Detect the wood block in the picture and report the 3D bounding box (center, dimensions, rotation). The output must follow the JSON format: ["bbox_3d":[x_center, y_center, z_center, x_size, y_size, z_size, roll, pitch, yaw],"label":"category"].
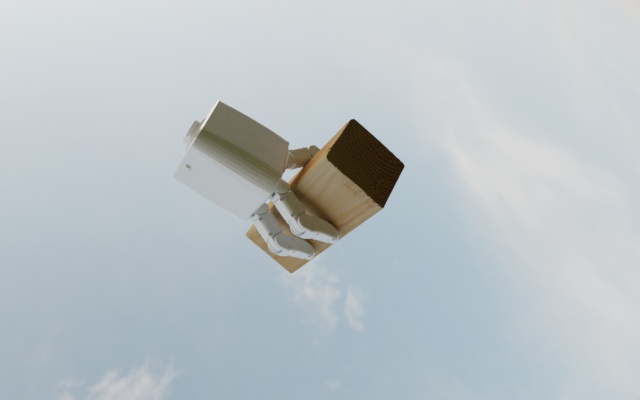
[{"bbox_3d":[0.000,0.002,0.621,0.206,0.090,0.090,-40,12,46],"label":"wood block"}]
